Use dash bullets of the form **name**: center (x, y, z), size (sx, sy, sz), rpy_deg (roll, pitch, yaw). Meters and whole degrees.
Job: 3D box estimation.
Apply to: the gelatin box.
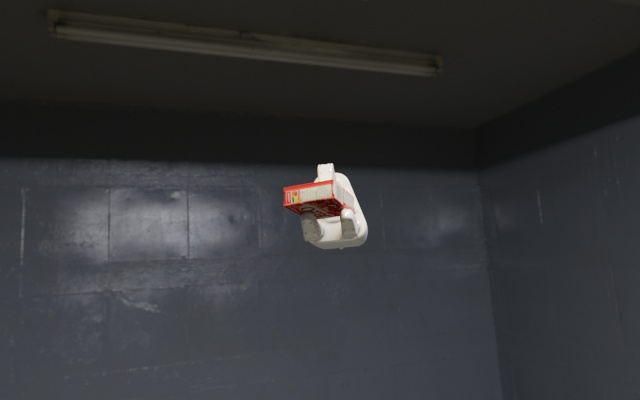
- **gelatin box**: center (0.000, 0.002, 0.660), size (0.073, 0.030, 0.089), rpy_deg (-9, -19, 20)
